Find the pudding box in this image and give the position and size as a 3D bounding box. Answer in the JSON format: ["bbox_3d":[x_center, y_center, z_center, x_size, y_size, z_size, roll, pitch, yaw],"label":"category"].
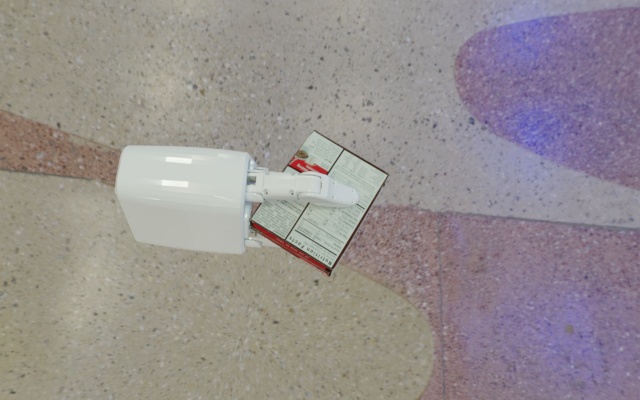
[{"bbox_3d":[0.000,0.001,0.453,0.090,0.113,0.039,32,-16,4],"label":"pudding box"}]
